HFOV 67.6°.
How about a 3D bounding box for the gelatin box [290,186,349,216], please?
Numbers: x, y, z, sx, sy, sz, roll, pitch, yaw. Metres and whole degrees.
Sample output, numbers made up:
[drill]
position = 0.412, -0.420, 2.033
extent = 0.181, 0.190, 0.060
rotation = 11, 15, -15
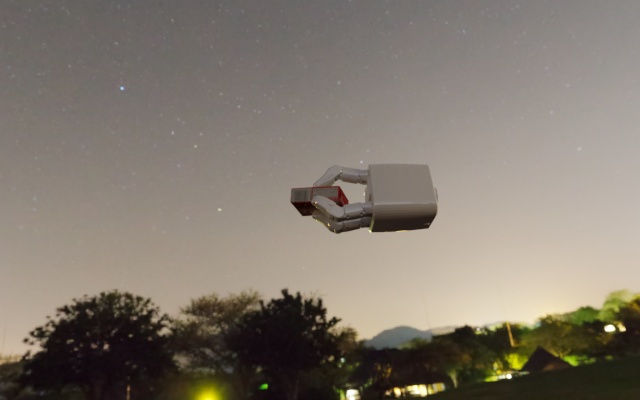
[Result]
[gelatin box]
position = 0.000, 0.002, 0.834
extent = 0.089, 0.030, 0.073
rotation = -2, -21, 14
